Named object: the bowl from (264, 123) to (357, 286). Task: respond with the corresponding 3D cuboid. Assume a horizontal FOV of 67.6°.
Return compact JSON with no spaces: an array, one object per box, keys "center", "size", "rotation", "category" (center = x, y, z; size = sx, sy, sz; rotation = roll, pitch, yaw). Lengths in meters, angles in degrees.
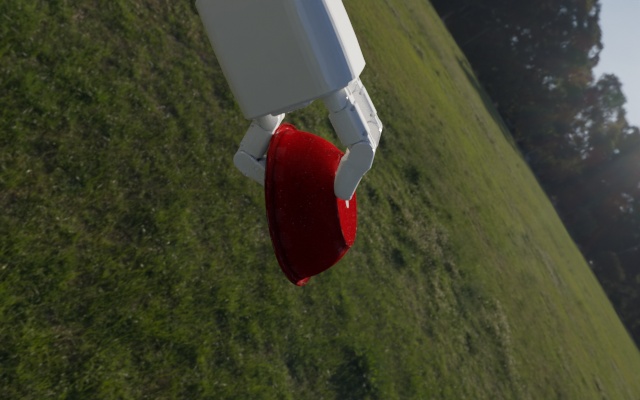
[{"center":[0.001,0.003,0.471],"size":[0.055,0.162,0.162],"rotation":[-5,-1,15],"category":"bowl"}]
